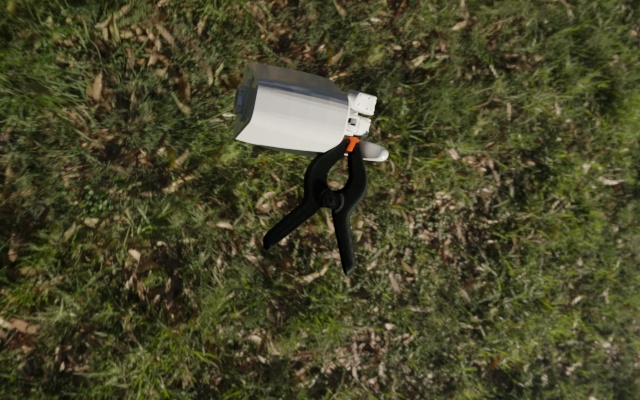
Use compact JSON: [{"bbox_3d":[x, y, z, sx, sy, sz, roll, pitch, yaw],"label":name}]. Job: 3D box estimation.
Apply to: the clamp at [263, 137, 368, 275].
[{"bbox_3d":[0.000,0.002,0.584,0.120,0.171,0.039,10,4,-18],"label":"clamp"}]
